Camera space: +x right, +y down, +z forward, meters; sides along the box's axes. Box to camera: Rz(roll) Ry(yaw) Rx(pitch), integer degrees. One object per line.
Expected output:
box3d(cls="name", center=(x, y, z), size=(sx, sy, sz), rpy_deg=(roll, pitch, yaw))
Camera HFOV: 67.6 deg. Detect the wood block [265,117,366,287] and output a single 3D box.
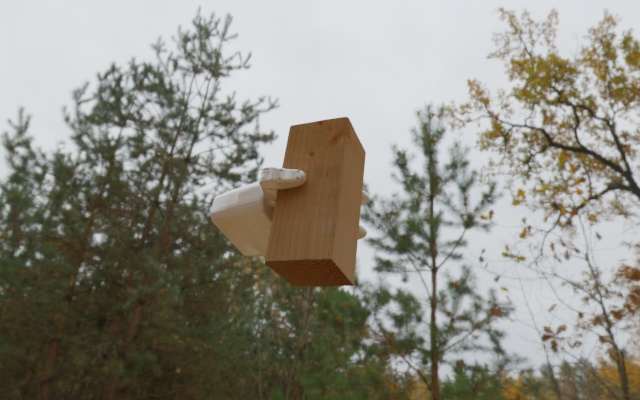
box3d(cls="wood block", center=(0.000, 0.002, 0.639), size=(0.090, 0.206, 0.091), rpy_deg=(-5, -30, 22))
